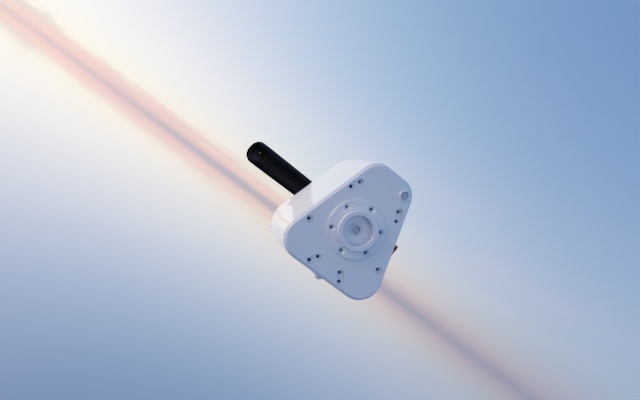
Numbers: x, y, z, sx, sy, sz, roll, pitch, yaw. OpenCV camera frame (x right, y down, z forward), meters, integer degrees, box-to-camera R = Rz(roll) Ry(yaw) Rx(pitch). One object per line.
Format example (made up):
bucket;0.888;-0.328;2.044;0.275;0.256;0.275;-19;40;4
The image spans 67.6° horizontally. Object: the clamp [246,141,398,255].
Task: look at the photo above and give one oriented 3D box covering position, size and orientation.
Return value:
clamp;0.001;0.002;0.575;0.210;0.036;0.164;37;0;-9
